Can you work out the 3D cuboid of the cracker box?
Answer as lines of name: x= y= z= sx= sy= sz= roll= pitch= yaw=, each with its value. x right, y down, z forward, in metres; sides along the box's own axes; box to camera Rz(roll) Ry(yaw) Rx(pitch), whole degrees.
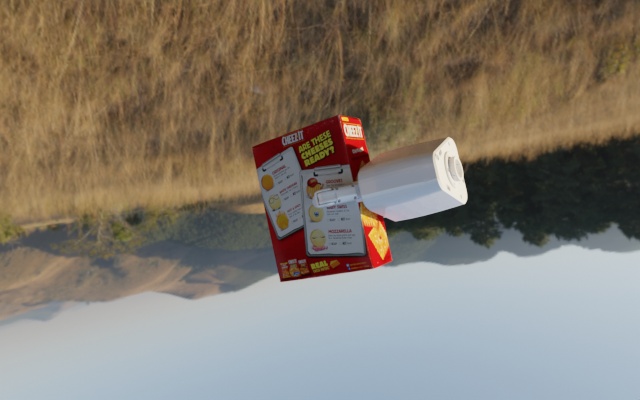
cracker box: x=0.000 y=0.002 z=0.706 sx=0.164 sy=0.213 sz=0.072 roll=-14 pitch=-4 yaw=33
